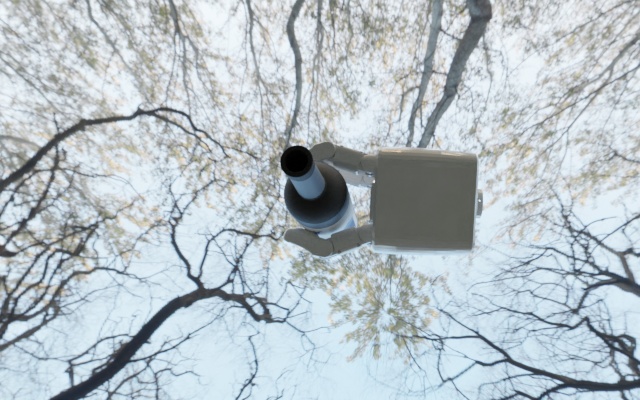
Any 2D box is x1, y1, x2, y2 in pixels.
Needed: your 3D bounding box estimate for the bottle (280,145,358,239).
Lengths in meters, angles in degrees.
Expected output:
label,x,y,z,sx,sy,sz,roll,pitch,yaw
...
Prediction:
label,x,y,z,sx,sy,sz,roll,pitch,yaw
bottle,0.000,0.002,0.526,0.069,0.069,0.296,0,-13,8
